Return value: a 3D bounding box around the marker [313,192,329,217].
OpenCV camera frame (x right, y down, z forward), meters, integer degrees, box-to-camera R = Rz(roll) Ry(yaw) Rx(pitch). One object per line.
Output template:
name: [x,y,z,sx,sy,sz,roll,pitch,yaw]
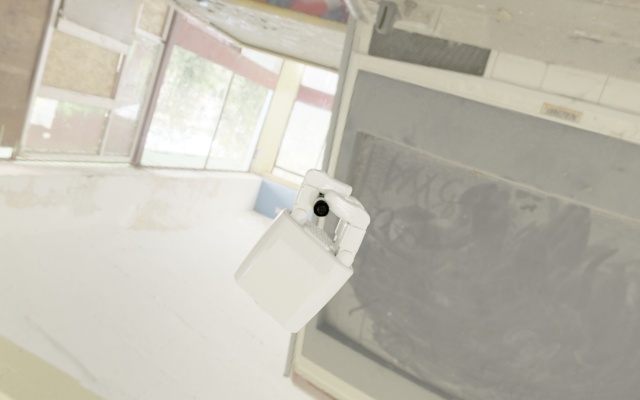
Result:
marker: [0.000,0.002,0.596,0.020,0.020,0.121,0,9,-1]
